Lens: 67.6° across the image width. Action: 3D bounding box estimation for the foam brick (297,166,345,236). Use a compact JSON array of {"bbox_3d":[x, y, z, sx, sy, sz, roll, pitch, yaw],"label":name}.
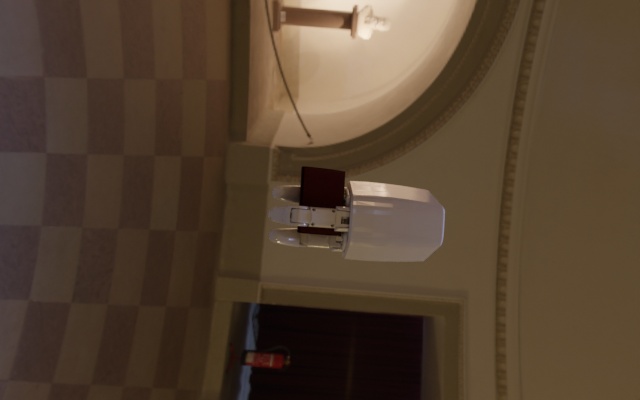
[{"bbox_3d":[0.000,0.002,0.572,0.051,0.078,0.053,4,-2,-2],"label":"foam brick"}]
